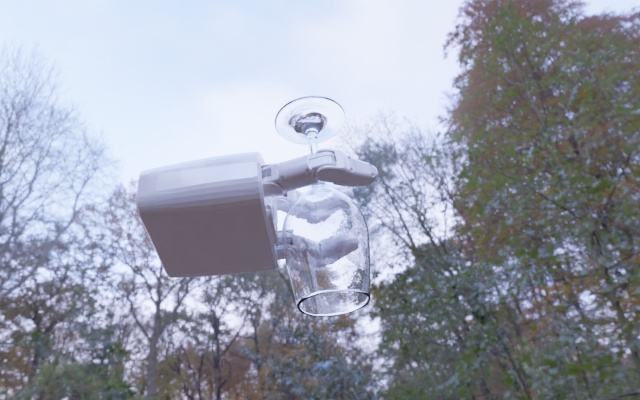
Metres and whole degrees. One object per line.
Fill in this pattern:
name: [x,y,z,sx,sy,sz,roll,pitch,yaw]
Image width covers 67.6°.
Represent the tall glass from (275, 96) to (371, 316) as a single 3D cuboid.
tall glass: [0.000,0.001,0.446,0.079,0.201,0.079,-6,-31,-4]
